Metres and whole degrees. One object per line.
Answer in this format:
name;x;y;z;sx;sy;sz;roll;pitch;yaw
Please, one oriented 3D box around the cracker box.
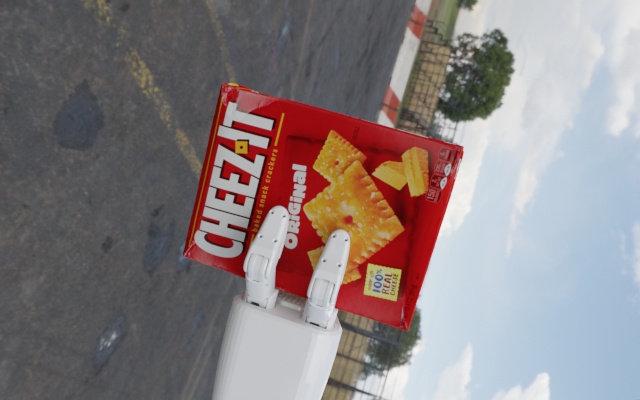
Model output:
cracker box;0.000;0.001;0.431;0.213;0.164;0.072;17;9;8
